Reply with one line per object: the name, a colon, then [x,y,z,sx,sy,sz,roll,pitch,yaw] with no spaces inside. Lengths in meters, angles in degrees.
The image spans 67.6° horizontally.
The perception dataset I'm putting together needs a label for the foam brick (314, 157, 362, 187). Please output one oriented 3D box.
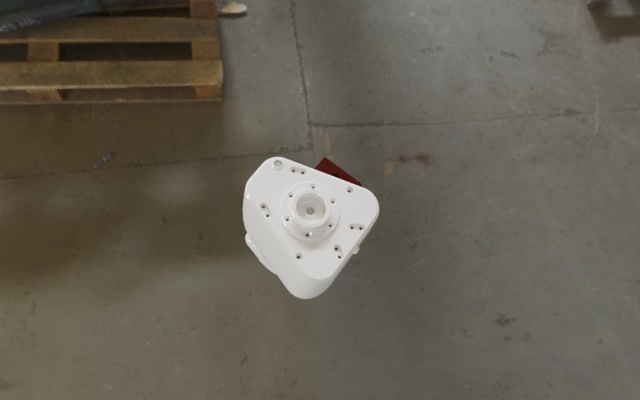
foam brick: [0.000,0.001,0.529,0.053,0.078,0.051,37,-17,5]
